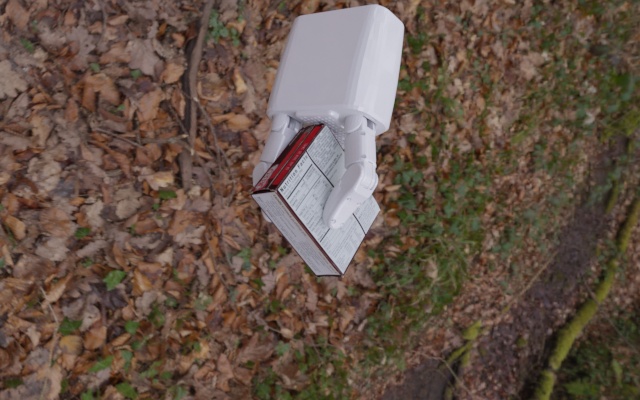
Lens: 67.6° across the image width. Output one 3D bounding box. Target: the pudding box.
[{"bbox_3d":[0.000,0.001,0.433,0.039,0.113,0.090,-6,40,46],"label":"pudding box"}]
